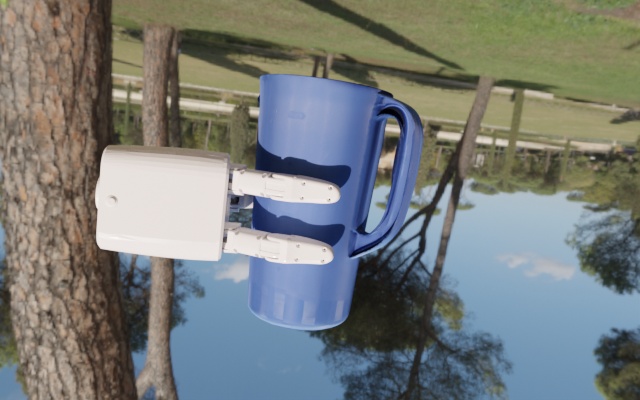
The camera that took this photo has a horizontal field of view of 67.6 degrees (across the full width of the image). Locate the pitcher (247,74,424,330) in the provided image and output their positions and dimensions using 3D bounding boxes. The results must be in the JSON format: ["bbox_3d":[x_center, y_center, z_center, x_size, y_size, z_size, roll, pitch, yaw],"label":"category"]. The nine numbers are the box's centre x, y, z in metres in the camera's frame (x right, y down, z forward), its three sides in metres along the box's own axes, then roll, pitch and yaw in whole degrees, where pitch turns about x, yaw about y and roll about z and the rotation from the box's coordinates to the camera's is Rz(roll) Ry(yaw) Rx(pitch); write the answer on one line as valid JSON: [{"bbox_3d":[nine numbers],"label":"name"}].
[{"bbox_3d":[0.000,0.002,0.480,0.145,0.243,0.149,6,7,-13],"label":"pitcher"}]
